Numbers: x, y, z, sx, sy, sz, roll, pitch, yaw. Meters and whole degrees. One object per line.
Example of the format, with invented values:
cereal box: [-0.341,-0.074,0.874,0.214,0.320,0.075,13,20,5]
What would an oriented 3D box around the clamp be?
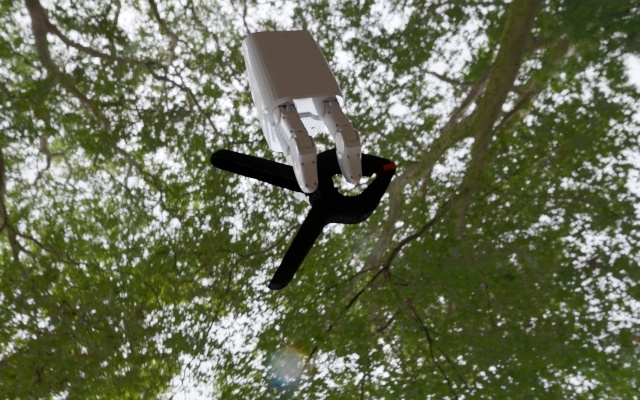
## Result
clamp: [0.000,0.002,0.531,0.210,0.164,0.036,-11,-21,-24]
